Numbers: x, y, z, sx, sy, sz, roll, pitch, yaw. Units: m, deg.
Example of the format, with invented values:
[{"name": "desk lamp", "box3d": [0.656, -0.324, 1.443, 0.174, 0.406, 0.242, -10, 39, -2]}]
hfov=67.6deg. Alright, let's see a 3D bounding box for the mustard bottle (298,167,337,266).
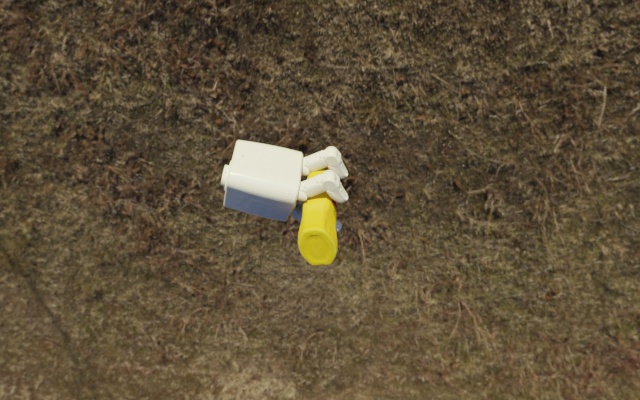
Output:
[{"name": "mustard bottle", "box3d": [0.000, 0.003, 0.770, 0.058, 0.191, 0.096, -4, -43, 9]}]
